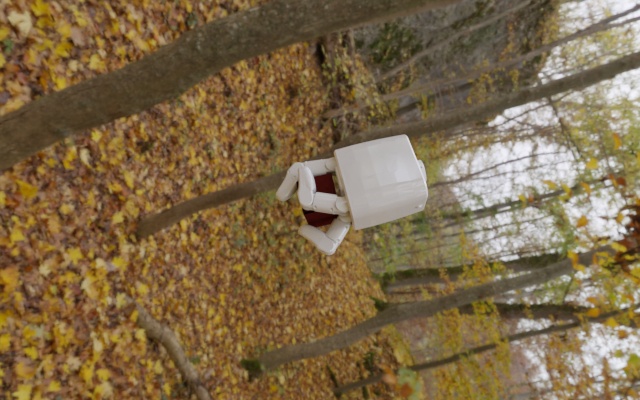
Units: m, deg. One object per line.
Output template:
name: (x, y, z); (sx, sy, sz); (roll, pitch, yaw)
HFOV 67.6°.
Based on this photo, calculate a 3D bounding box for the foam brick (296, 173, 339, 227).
foam brick: (0.000, 0.002, 0.695); (0.051, 0.053, 0.078); (-14, -18, 2)
